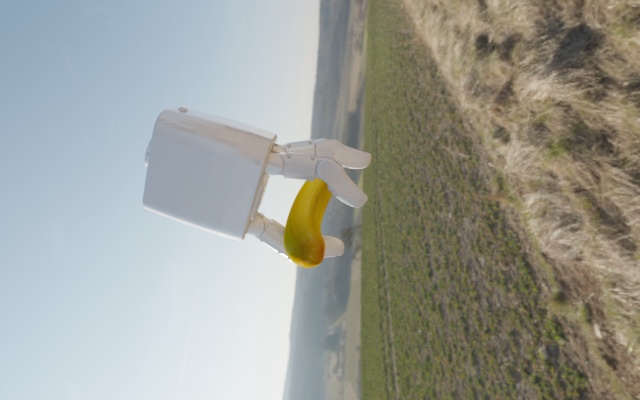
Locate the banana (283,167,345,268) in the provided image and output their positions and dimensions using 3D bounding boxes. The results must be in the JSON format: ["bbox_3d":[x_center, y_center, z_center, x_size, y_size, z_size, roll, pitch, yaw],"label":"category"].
[{"bbox_3d":[-0.009,0.012,0.481,0.037,0.070,0.197,31,33,-9],"label":"banana"}]
